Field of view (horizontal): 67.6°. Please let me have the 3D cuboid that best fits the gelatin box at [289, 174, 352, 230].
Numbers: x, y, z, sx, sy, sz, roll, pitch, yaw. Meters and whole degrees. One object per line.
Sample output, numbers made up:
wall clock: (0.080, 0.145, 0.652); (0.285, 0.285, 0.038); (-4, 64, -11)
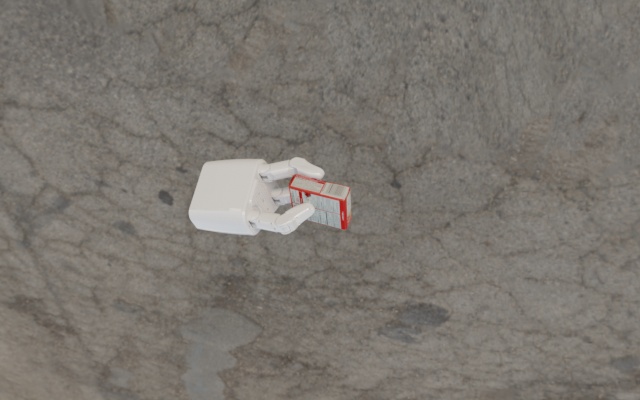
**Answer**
gelatin box: (0.000, 0.003, 0.707); (0.089, 0.030, 0.073); (14, -36, 16)
